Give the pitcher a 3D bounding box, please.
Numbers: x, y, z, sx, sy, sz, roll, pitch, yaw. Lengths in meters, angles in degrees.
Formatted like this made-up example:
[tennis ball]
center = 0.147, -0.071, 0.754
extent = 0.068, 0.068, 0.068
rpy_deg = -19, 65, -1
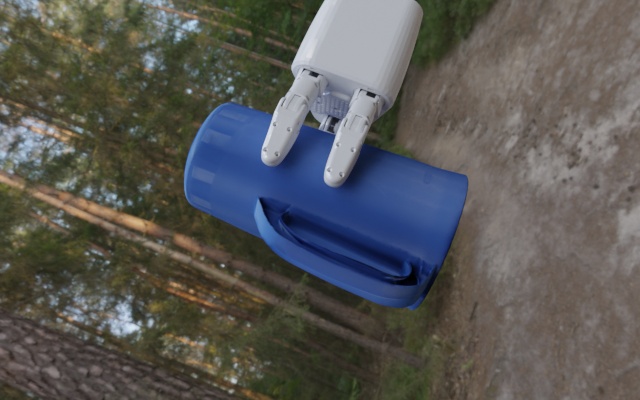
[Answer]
[pitcher]
center = 0.000, 0.001, 0.442
extent = 0.243, 0.145, 0.149
rpy_deg = 21, -14, 5
